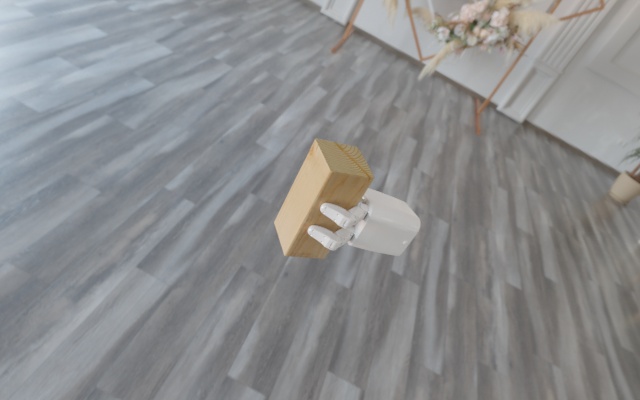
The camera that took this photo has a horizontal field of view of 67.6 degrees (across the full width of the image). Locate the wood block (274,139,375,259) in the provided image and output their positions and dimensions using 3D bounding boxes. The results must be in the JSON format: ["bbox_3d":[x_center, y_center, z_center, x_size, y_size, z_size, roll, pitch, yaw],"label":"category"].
[{"bbox_3d":[0.000,0.003,0.863,0.090,0.206,0.090,8,40,-28],"label":"wood block"}]
